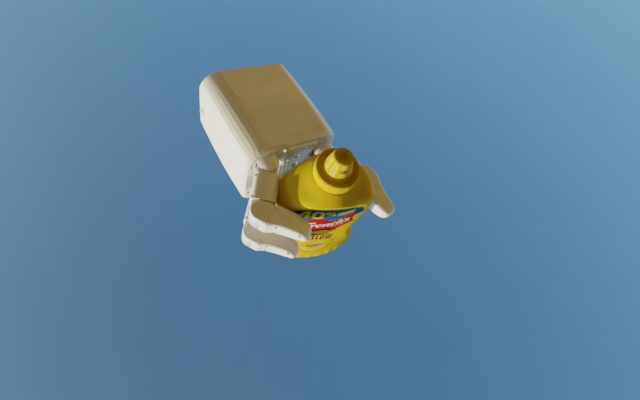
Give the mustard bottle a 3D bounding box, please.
[{"bbox_3d":[0.000,0.002,0.483,0.096,0.058,0.192,-1,-24,-13],"label":"mustard bottle"}]
